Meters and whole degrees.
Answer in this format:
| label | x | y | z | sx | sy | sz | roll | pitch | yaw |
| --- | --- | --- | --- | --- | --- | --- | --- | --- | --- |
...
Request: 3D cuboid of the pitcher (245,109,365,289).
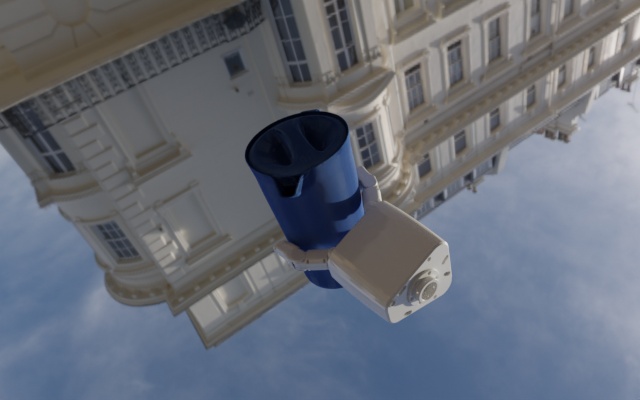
| label | x | y | z | sx | sy | sz | roll | pitch | yaw |
| --- | --- | --- | --- | --- | --- | --- | --- | --- | --- |
| pitcher | 0.000 | 0.002 | 0.668 | 0.149 | 0.243 | 0.145 | -36 | 43 | -20 |
